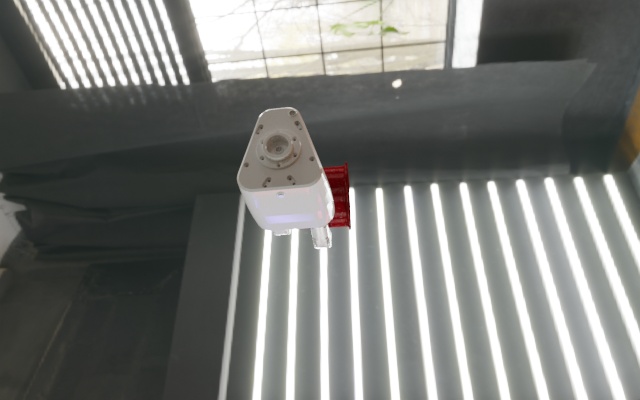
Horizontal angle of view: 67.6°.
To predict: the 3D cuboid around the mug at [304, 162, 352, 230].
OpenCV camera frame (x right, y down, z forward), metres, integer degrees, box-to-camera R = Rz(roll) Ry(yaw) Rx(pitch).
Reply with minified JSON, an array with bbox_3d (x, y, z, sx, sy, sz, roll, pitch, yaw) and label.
[{"bbox_3d":[0.000,0.003,0.663,0.081,0.093,0.117,-4,-27,5],"label":"mug"}]
